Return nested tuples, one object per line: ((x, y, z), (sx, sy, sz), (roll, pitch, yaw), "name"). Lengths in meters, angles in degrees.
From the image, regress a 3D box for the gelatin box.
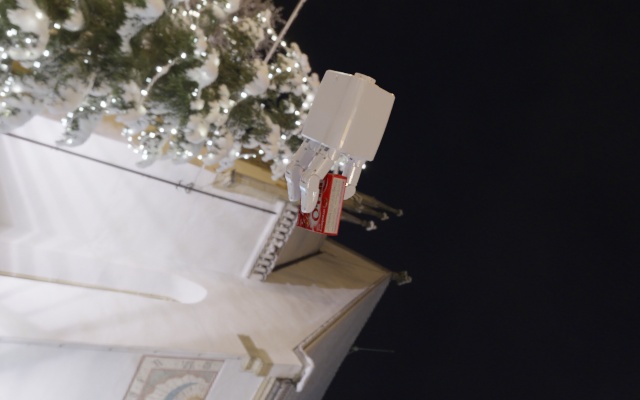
((0.000, 0.003, 0.714), (0.030, 0.089, 0.073), (8, 2, -36), "gelatin box")
